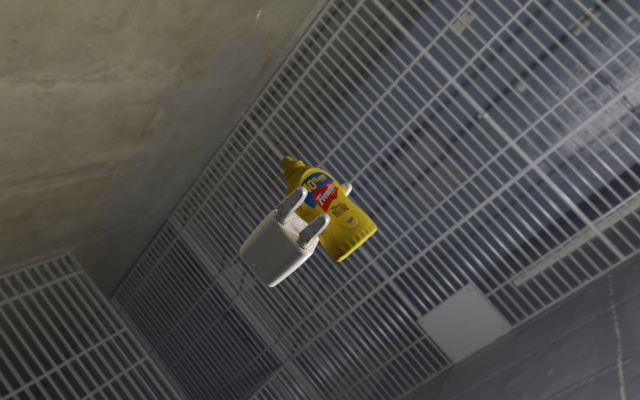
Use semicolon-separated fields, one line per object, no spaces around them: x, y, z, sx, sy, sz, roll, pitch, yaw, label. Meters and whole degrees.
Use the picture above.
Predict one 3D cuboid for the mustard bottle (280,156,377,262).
0.000;0.003;0.790;0.096;0.191;0.058;-34;-11;-39;mustard bottle
